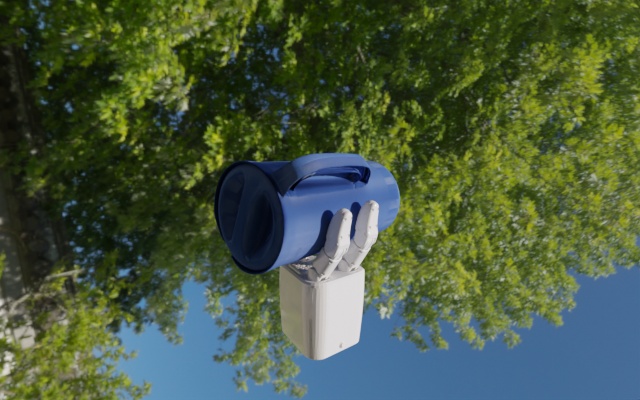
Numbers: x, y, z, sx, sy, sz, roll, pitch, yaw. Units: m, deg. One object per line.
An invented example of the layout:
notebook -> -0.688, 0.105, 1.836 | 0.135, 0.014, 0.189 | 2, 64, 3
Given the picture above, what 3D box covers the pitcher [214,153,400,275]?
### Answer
pitcher -> 0.000, 0.002, 0.624 | 0.149, 0.145, 0.243 | 13, 16, 43
